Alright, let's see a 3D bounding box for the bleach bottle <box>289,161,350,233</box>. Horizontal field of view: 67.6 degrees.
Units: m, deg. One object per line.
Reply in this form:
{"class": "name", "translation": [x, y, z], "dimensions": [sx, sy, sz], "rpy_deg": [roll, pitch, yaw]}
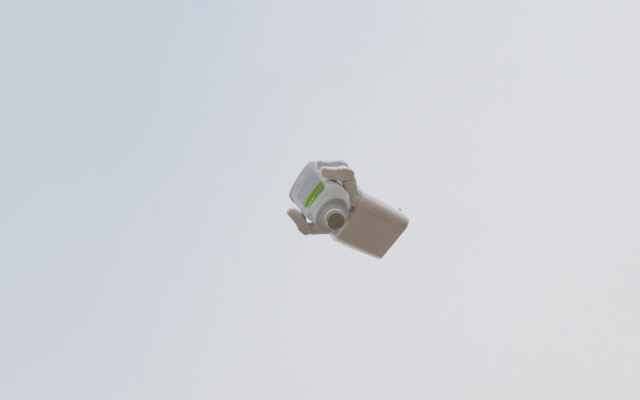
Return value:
{"class": "bleach bottle", "translation": [0.000, 0.003, 0.867], "dimensions": [0.068, 0.102, 0.250], "rpy_deg": [27, 11, -16]}
